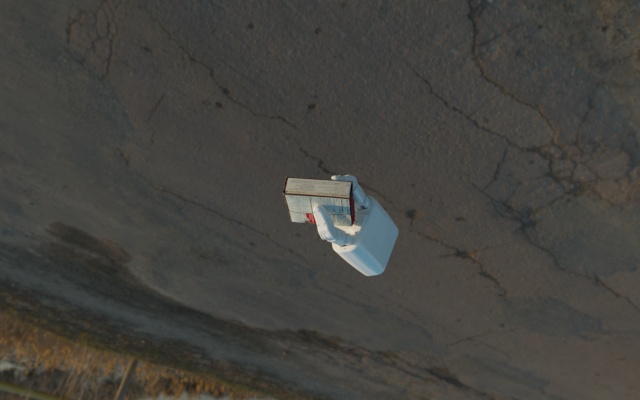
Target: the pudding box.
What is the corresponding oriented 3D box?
[{"bbox_3d":[0.000,0.003,0.796,0.113,0.039,0.090,3,-34,8],"label":"pudding box"}]
